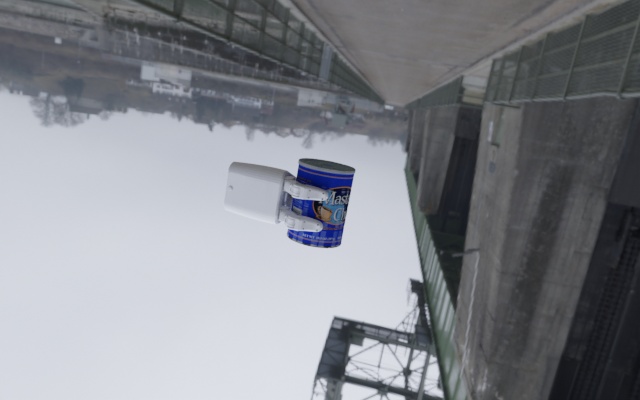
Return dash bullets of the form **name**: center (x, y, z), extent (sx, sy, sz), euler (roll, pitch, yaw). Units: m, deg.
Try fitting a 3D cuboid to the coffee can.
- **coffee can**: center (0.000, 0.003, 0.859), extent (0.103, 0.140, 0.102), euler (10, 12, -2)
